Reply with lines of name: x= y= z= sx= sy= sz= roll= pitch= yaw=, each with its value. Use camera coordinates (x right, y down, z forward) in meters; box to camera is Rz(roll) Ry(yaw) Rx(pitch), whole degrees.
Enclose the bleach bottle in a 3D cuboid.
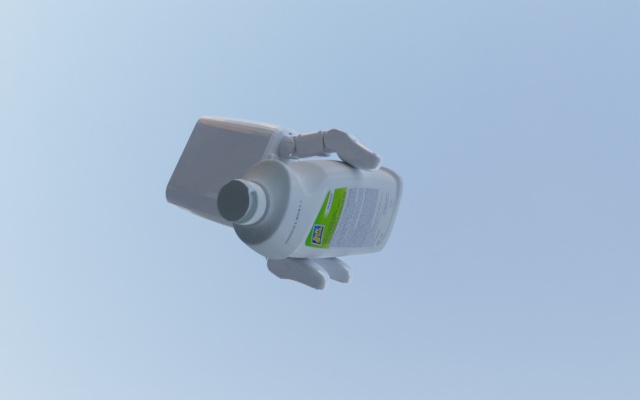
bleach bottle: x=0.000 y=0.002 z=0.435 sx=0.068 sy=0.102 sz=0.251 roll=15 pitch=3 yaw=28
